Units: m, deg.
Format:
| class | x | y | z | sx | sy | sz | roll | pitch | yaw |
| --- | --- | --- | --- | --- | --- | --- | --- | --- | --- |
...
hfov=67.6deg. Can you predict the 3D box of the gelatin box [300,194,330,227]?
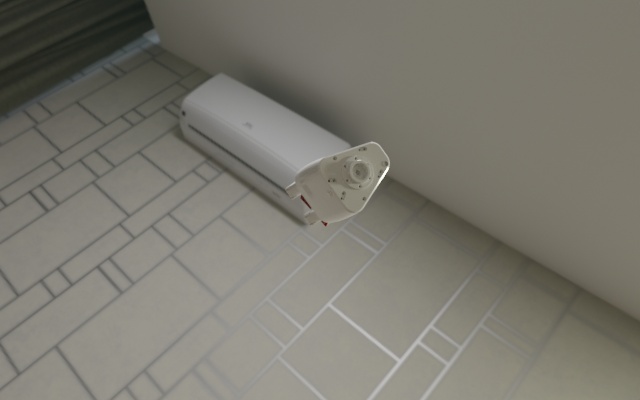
| class | x | y | z | sx | sy | sz | roll | pitch | yaw |
| --- | --- | --- | --- | --- | --- | --- | --- | --- | --- |
| gelatin box | 0.000 | 0.003 | 0.852 | 0.030 | 0.073 | 0.089 | -40 | -7 | -15 |
